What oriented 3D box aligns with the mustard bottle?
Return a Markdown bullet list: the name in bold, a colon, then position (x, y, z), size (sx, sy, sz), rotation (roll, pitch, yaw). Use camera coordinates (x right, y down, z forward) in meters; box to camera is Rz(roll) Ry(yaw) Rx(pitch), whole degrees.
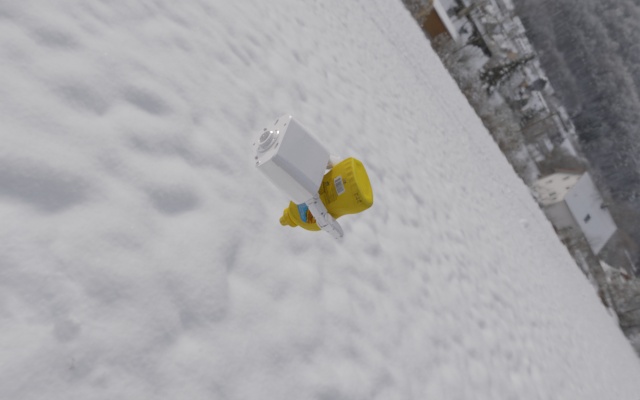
- **mustard bottle**: position (0.001, 0.003, 0.871), size (0.192, 0.096, 0.058), rotation (-27, -26, 28)
